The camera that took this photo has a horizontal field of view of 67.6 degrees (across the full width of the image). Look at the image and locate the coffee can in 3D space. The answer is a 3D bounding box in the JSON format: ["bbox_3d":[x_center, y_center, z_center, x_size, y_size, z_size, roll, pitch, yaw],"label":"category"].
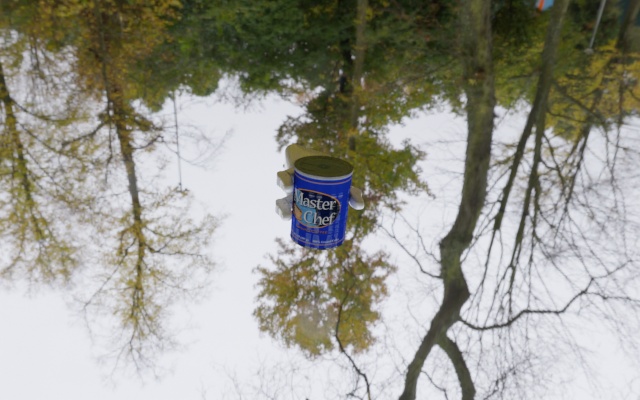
[{"bbox_3d":[0.000,0.003,0.850,0.103,0.140,0.102,4,25,-2],"label":"coffee can"}]
